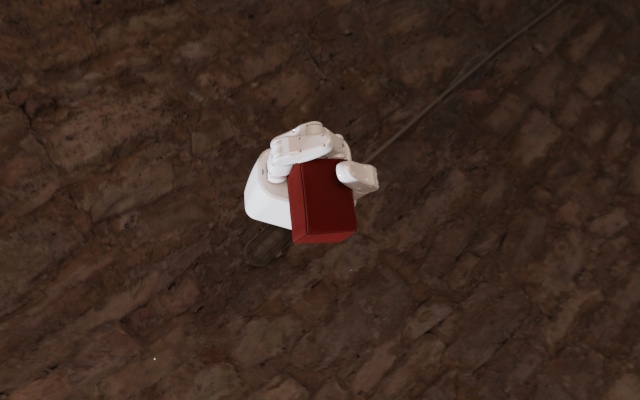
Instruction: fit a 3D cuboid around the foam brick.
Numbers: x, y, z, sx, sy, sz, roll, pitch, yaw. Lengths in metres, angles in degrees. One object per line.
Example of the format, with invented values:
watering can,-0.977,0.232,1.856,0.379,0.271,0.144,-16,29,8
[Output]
foam brick,0.000,0.002,0.481,0.053,0.078,0.051,0,-18,-20
